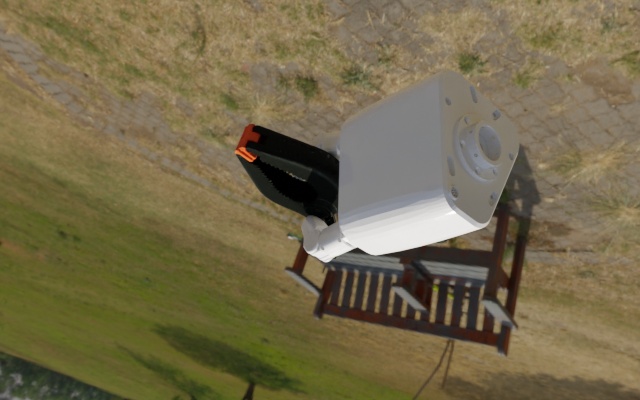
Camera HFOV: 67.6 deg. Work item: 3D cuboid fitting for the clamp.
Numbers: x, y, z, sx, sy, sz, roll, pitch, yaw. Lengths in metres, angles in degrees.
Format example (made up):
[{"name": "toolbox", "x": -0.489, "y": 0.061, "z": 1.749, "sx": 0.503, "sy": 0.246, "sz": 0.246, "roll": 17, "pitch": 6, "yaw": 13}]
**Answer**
[{"name": "clamp", "x": 0.000, "y": 0.002, "z": 0.468, "sx": 0.210, "sy": 0.036, "sz": 0.164, "roll": 32, "pitch": -33, "yaw": -26}]
